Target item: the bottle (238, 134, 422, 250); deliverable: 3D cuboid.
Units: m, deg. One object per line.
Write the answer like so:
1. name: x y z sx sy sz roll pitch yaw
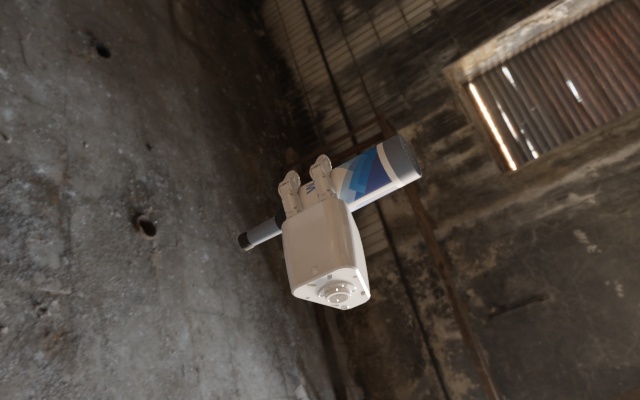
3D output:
1. bottle: 0.000 0.002 0.699 0.296 0.069 0.069 -28 -11 21
